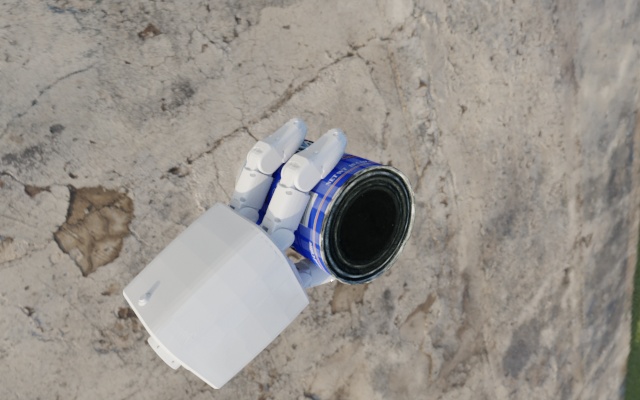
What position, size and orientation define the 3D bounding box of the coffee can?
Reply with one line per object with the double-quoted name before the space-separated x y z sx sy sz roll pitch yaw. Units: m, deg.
"coffee can" 0.000 0.001 0.436 0.103 0.103 0.140 0 16 -39
